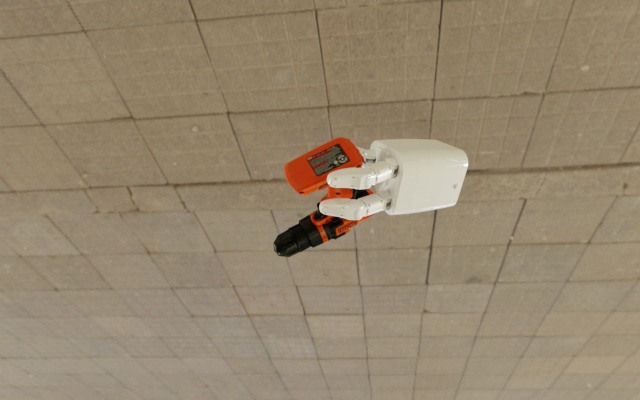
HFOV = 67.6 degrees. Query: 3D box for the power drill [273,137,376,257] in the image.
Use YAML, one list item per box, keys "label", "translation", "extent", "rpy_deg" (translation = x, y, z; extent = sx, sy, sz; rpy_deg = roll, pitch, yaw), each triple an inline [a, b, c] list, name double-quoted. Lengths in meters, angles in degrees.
- label: "power drill"
  translation: [0.000, 0.002, 0.707]
  extent: [0.184, 0.057, 0.188]
  rpy_deg: [-29, -29, -9]
